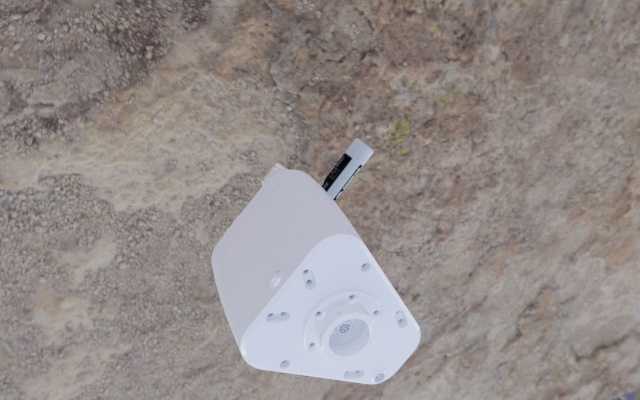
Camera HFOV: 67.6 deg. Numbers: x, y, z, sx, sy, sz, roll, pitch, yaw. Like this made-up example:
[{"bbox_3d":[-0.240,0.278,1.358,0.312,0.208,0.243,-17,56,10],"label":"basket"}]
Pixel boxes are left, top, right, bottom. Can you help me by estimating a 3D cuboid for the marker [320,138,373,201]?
[{"bbox_3d":[0.000,0.001,0.400,0.020,0.121,0.020,38,6,-4],"label":"marker"}]
